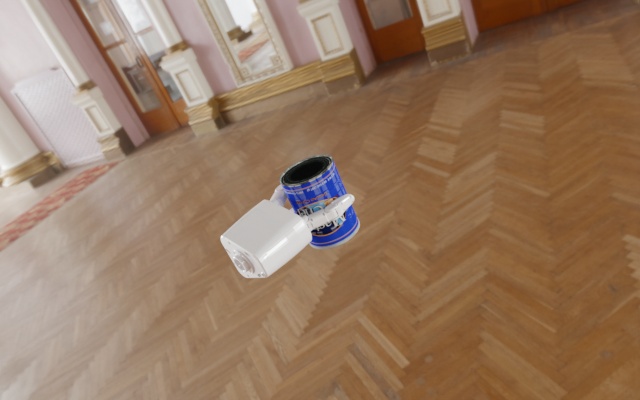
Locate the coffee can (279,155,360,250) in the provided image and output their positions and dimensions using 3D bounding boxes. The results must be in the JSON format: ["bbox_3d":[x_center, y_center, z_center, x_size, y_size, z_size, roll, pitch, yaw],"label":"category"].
[{"bbox_3d":[0.000,0.003,0.865,0.103,0.140,0.102,-19,26,10],"label":"coffee can"}]
